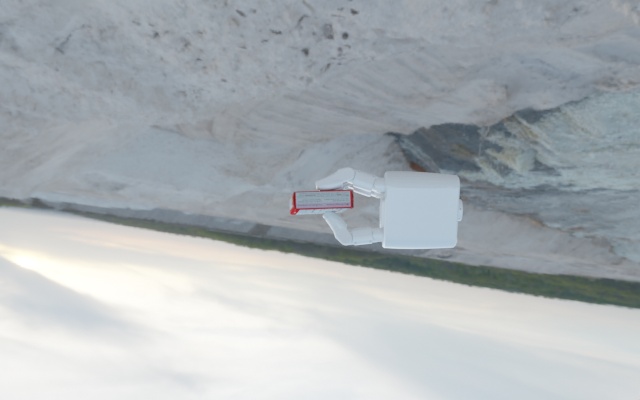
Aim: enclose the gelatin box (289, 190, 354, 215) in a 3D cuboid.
[{"bbox_3d":[0.000,0.003,0.722,0.089,0.030,0.073,-3,-6,-8],"label":"gelatin box"}]
